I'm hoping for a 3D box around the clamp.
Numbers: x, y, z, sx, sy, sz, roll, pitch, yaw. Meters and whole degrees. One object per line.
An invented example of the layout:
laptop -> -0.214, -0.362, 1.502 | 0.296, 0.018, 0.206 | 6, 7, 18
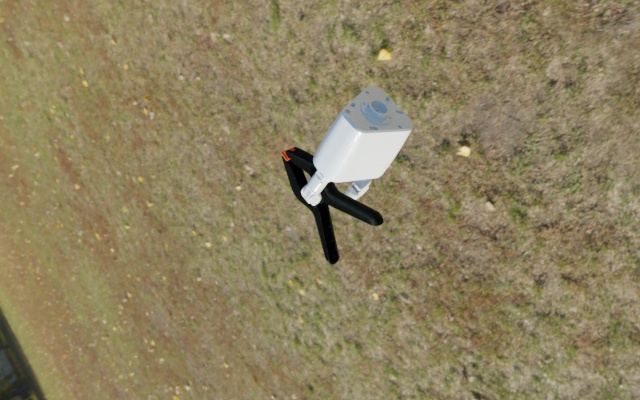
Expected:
clamp -> -0.001, 0.002, 0.808 | 0.036, 0.210, 0.165 | -27, -21, -40
